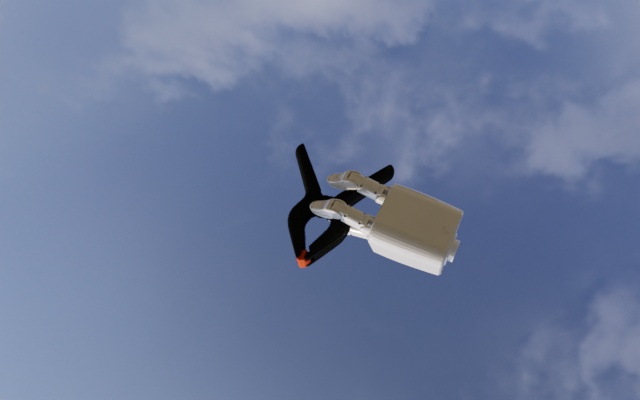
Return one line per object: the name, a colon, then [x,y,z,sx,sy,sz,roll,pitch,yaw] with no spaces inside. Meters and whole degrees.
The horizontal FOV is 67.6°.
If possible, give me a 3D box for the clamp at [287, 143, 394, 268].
clamp: [0.000,0.003,0.731,0.164,0.210,0.036,21,-28,18]
